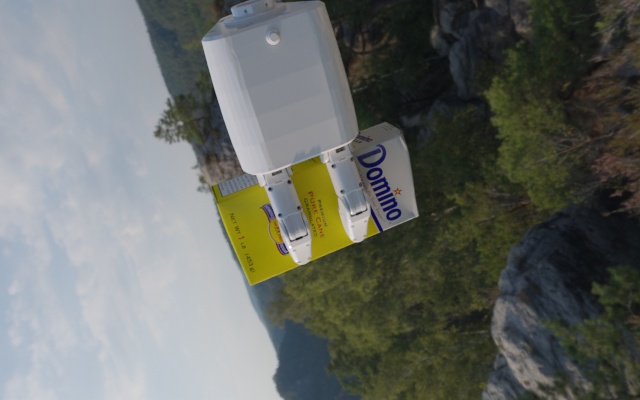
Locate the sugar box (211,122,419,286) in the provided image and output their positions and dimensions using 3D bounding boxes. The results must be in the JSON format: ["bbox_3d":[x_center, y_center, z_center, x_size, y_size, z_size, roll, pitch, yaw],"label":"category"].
[{"bbox_3d":[0.000,0.002,0.442,0.176,0.093,0.048,-21,28,-8],"label":"sugar box"}]
